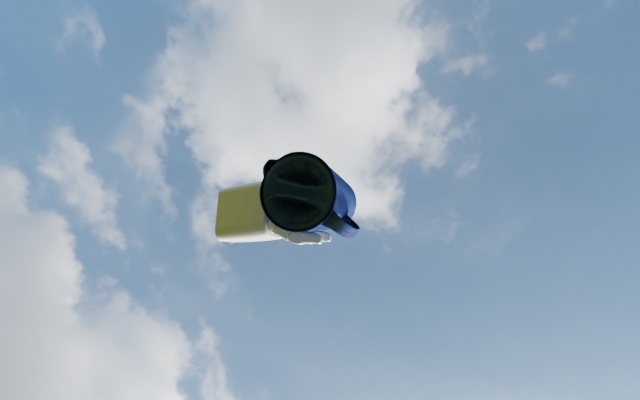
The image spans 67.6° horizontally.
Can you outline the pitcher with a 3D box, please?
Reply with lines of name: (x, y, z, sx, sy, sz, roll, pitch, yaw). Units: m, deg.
pitcher: (0.000, 0.003, 0.886, 0.145, 0.149, 0.243, -8, -7, 15)
